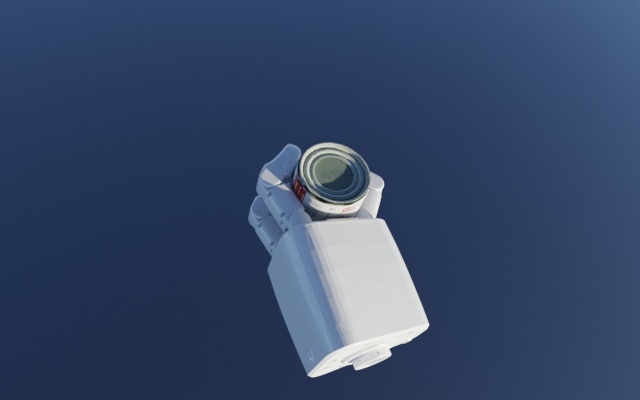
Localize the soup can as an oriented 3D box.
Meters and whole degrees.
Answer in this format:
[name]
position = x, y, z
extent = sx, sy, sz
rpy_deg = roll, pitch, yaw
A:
[soup can]
position = 0.000, 0.001, 0.454
extent = 0.068, 0.068, 0.102
rpy_deg = 0, -31, -17
